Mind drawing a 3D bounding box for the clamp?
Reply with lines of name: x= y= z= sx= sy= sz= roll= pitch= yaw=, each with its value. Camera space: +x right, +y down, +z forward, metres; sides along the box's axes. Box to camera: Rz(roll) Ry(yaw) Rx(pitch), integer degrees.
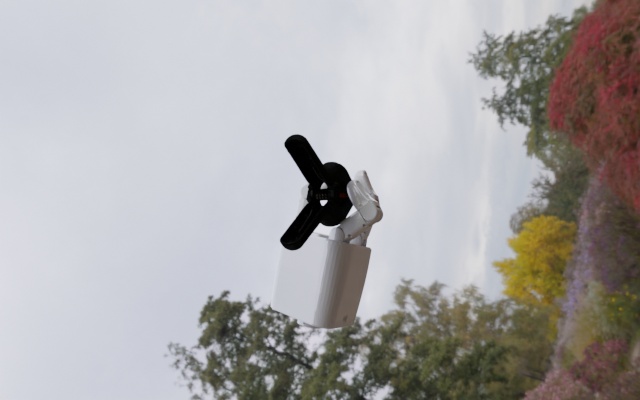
clamp: x=0.000 y=0.002 z=0.557 sx=0.039 sy=0.120 sz=0.171 roll=9 pitch=-5 yaw=28
